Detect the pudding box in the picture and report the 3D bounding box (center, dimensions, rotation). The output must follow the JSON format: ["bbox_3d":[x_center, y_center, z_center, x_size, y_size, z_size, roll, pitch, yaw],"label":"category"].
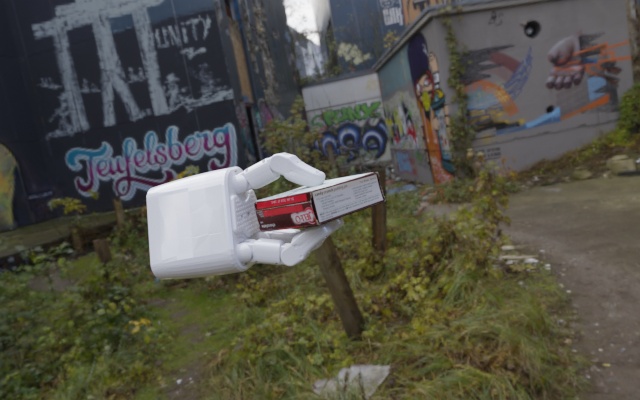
[{"bbox_3d":[0.000,0.002,0.512,0.090,0.039,0.113,-8,8,45],"label":"pudding box"}]
